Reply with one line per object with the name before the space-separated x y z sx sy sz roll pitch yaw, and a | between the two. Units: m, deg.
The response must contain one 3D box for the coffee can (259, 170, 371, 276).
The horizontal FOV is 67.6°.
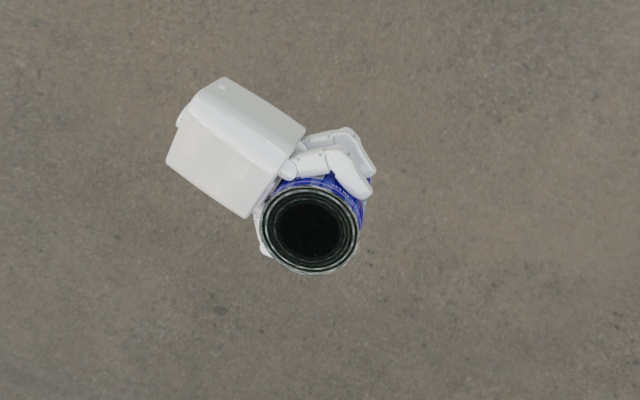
coffee can | 0.000 0.002 0.532 0.103 0.103 0.140 0 26 11
